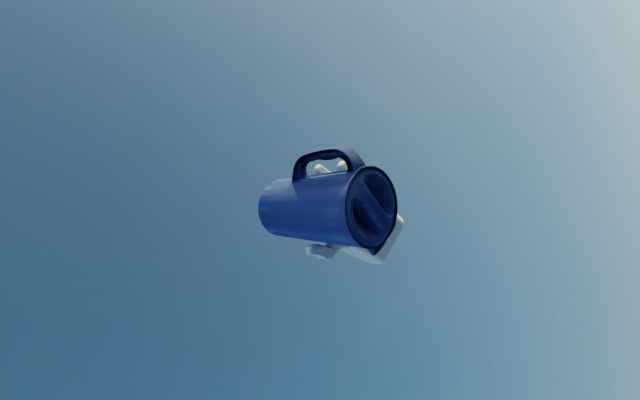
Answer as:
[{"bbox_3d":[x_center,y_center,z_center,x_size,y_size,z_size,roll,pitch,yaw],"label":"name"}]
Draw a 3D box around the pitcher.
[{"bbox_3d":[0.000,0.003,0.834,0.243,0.149,0.145,-1,-22,45],"label":"pitcher"}]
